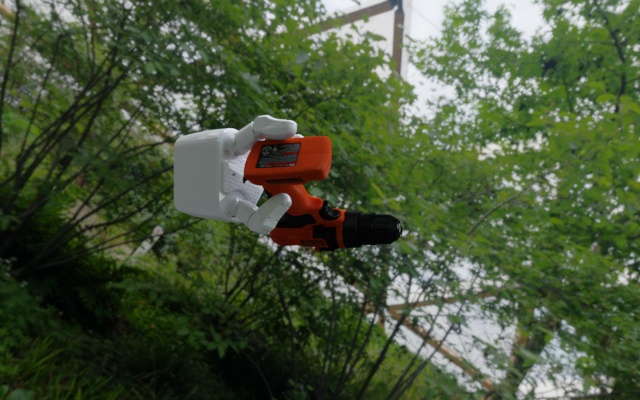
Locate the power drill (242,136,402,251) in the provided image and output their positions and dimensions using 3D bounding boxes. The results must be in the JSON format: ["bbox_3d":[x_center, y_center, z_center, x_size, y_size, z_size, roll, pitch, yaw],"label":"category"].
[{"bbox_3d":[0.000,0.002,0.597,0.184,0.057,0.188,-3,-37,18],"label":"power drill"}]
